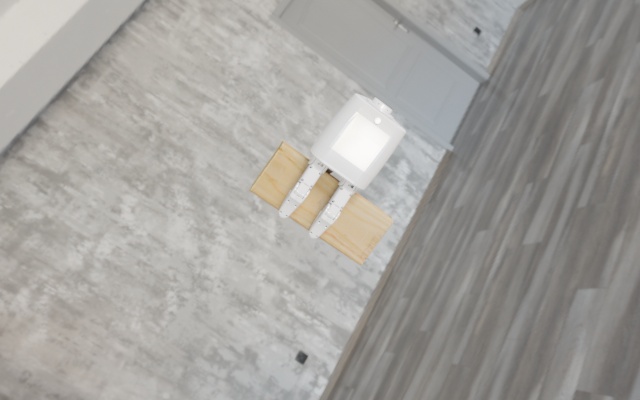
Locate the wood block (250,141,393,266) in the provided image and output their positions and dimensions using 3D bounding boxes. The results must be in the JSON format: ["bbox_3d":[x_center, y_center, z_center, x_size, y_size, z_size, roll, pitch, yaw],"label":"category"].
[{"bbox_3d":[0.000,0.002,0.756,0.206,0.090,0.091,35,4,-9],"label":"wood block"}]
